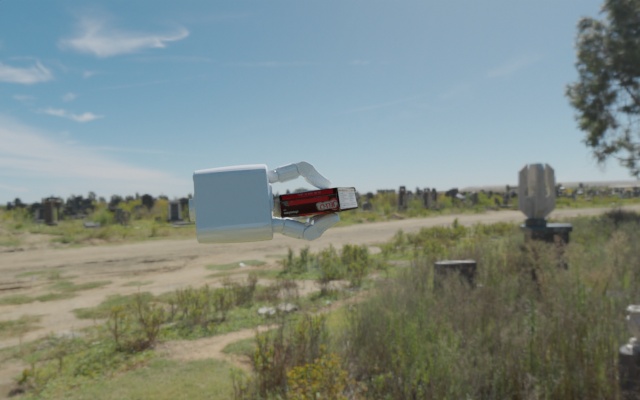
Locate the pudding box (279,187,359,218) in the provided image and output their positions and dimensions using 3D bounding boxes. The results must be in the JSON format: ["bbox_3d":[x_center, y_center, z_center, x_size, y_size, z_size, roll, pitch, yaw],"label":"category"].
[{"bbox_3d":[0.000,0.002,0.716,0.090,0.039,0.113,-6,1,18],"label":"pudding box"}]
